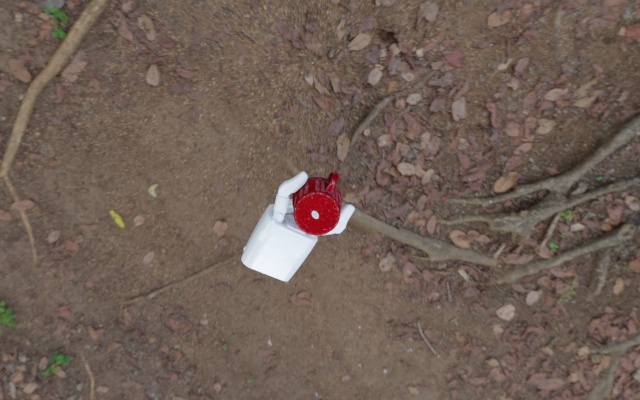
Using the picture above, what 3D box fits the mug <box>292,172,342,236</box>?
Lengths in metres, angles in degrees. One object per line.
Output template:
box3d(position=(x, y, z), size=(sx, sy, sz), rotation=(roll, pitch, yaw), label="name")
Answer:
box3d(position=(0.001, 0.002, 0.847), size=(0.093, 0.117, 0.081), rotation=(30, 14, -9), label="mug")
